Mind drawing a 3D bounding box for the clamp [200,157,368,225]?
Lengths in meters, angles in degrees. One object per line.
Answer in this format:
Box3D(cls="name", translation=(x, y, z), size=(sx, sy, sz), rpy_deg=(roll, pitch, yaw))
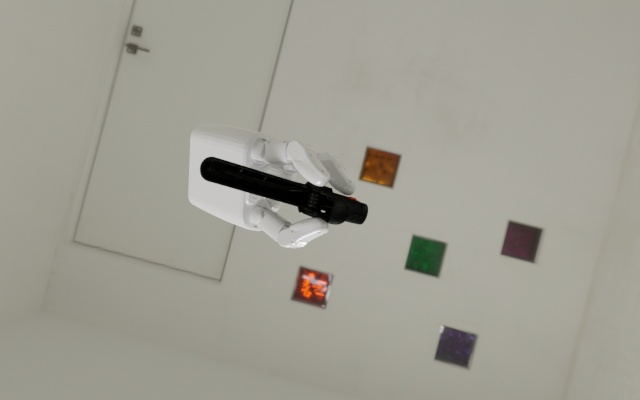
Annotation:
Box3D(cls="clamp", translation=(0.000, 0.002, 0.506), size=(0.164, 0.036, 0.210), rpy_deg=(20, 3, 36))
